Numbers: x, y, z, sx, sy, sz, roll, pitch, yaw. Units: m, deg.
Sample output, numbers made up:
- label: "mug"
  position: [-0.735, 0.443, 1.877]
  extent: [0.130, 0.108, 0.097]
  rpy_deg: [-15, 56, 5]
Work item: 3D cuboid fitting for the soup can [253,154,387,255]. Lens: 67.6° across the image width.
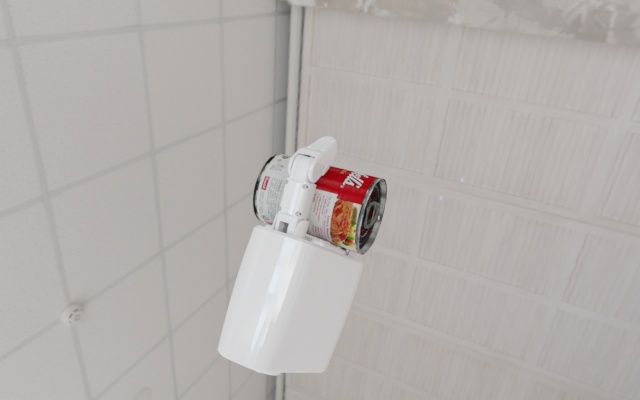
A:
- label: "soup can"
  position: [0.000, 0.001, 0.426]
  extent: [0.102, 0.068, 0.068]
  rpy_deg: [16, 6, 21]
